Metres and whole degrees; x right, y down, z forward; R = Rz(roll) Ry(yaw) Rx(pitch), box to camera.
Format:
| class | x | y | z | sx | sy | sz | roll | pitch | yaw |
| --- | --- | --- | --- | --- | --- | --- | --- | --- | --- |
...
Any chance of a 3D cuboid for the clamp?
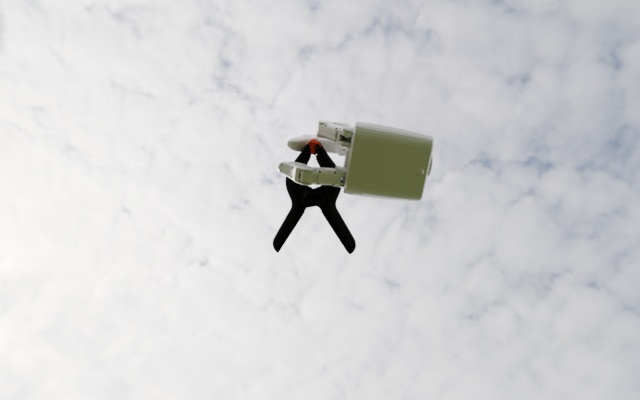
| class | x | y | z | sx | sy | sz | roll | pitch | yaw |
| --- | --- | --- | --- | --- | --- | --- | --- | --- | --- |
| clamp | 0.000 | 0.002 | 0.678 | 0.120 | 0.171 | 0.039 | 7 | 18 | -5 |
